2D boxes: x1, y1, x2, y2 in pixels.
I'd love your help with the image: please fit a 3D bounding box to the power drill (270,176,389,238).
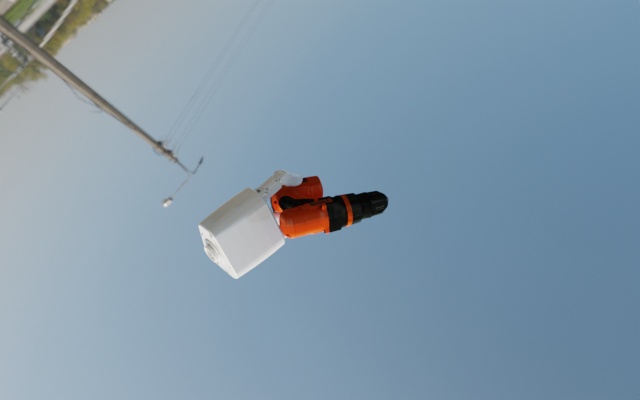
[{"bbox_3d":[0.000,0.003,0.822,0.184,0.057,0.187,-11,16,-19],"label":"power drill"}]
